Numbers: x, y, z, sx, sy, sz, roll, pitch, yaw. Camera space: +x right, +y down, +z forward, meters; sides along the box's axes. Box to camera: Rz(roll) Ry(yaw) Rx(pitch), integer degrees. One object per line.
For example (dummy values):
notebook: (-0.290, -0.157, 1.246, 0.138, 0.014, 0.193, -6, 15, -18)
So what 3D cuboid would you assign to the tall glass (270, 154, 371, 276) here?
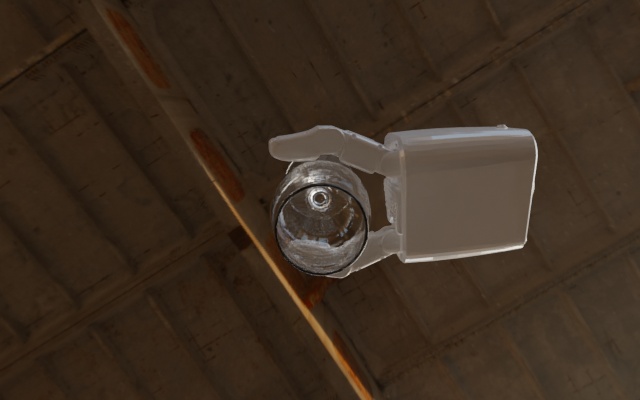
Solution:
tall glass: (0.000, 0.001, 0.407, 0.079, 0.079, 0.201, 0, 11, 0)
